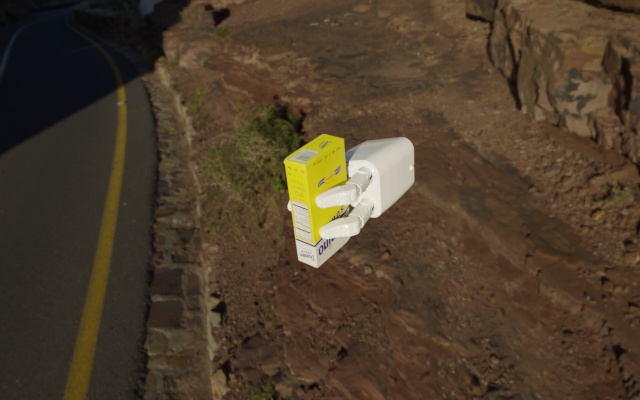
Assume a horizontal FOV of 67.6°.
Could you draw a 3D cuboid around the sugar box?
[{"bbox_3d":[0.001,0.002,0.704,0.048,0.176,0.093,16,39,36],"label":"sugar box"}]
